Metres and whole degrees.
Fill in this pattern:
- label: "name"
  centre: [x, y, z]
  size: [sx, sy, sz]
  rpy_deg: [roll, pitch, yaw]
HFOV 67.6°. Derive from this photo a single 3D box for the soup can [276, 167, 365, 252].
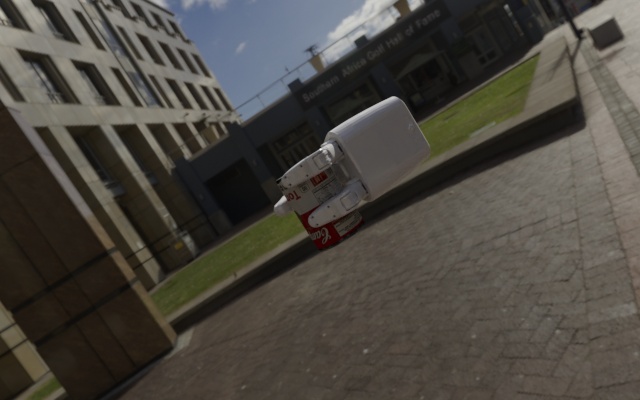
- label: "soup can"
  centre: [0.000, 0.002, 0.584]
  size: [0.068, 0.102, 0.068]
  rpy_deg: [-32, 6, 4]
